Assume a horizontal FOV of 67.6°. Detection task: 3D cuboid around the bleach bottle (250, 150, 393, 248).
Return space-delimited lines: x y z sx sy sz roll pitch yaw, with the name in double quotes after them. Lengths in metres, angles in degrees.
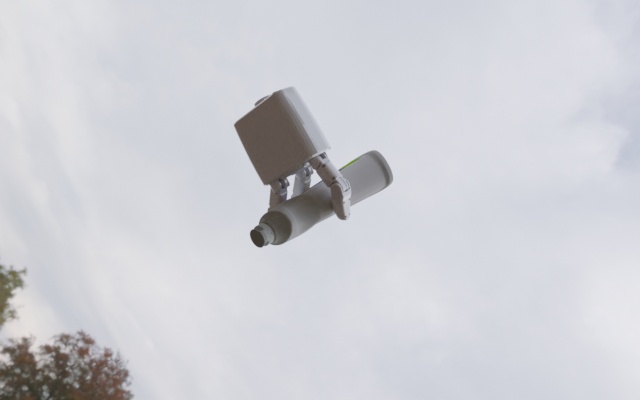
0.000 0.002 0.719 0.250 0.068 0.102 -30 0 -42 "bleach bottle"
